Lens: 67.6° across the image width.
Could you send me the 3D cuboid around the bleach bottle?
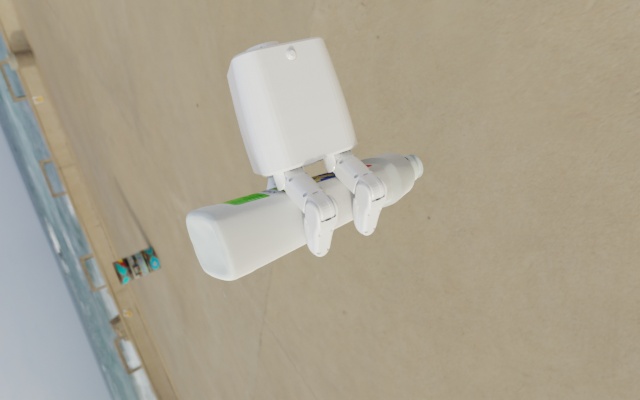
[{"bbox_3d":[0.000,0.002,0.487,0.251,0.068,0.102,-22,9,-29],"label":"bleach bottle"}]
